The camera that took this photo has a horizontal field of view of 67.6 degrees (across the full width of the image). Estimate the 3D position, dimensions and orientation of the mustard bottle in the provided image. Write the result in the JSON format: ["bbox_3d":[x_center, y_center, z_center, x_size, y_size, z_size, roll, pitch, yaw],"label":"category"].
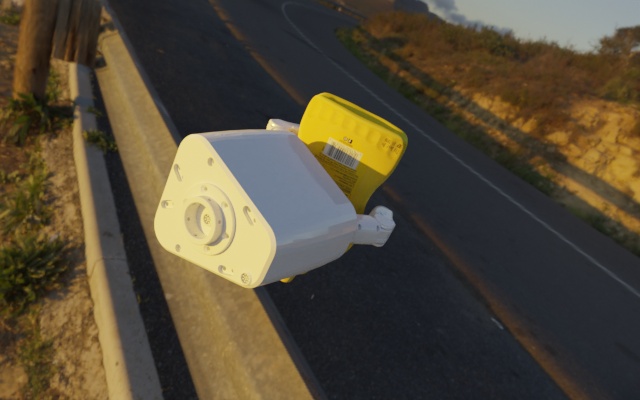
[{"bbox_3d":[0.000,0.001,0.465,0.096,0.192,0.058,27,22,2],"label":"mustard bottle"}]
